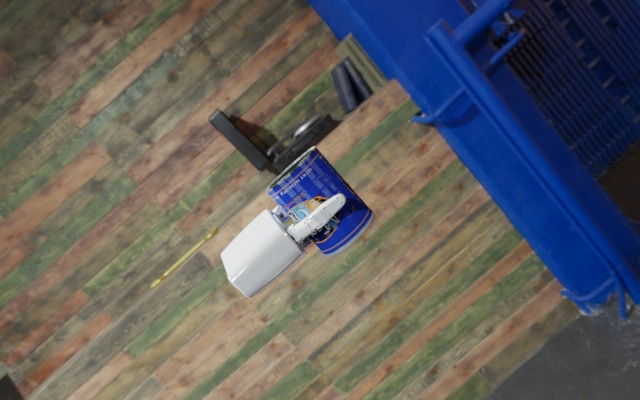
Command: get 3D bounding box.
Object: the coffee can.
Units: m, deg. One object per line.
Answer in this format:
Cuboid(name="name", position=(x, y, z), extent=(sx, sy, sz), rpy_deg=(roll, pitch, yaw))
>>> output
Cuboid(name="coffee can", position=(0.000, 0.002, 0.732), extent=(0.103, 0.140, 0.102), rpy_deg=(-41, 10, 8))
